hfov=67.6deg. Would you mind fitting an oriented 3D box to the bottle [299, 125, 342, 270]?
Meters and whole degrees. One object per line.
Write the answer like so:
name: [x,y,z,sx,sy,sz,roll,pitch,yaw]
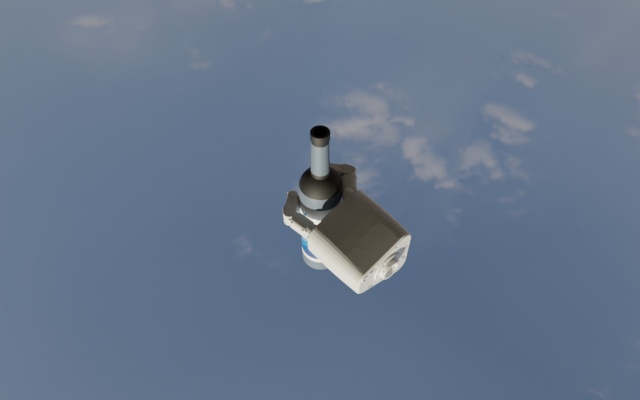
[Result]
bottle: [0.000,0.003,0.750,0.069,0.069,0.296,0,-40,0]
